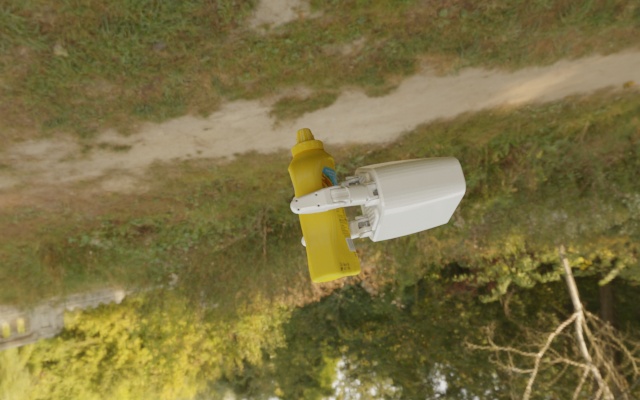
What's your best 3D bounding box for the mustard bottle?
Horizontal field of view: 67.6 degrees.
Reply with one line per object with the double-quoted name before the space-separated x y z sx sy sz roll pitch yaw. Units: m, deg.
"mustard bottle" 0.000 0.002 0.590 0.058 0.191 0.096 -16 -11 16
